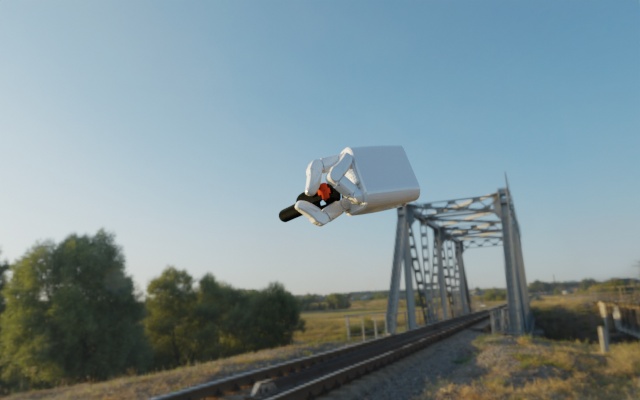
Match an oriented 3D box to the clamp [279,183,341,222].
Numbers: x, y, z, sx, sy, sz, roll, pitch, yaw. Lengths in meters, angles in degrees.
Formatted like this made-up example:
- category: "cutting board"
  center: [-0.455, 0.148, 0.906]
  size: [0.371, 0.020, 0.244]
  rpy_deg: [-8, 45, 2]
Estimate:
- category: "clamp"
  center: [0.000, 0.002, 0.862]
  size: [0.120, 0.039, 0.171]
  rpy_deg: [-16, -7, -23]
